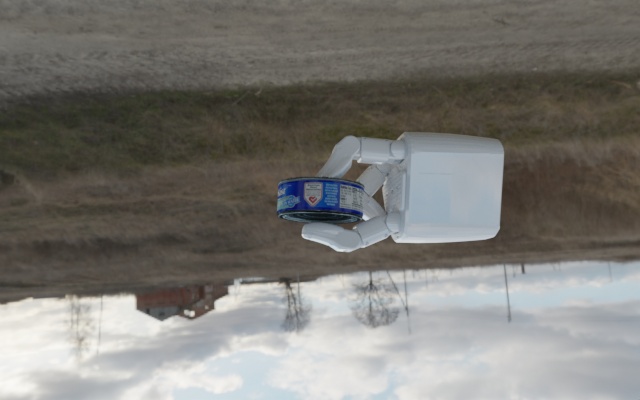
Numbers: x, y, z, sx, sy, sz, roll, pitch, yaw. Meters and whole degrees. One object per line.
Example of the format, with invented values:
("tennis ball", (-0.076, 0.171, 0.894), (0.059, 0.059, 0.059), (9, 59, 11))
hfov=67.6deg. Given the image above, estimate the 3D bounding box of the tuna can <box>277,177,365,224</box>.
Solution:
("tuna can", (0.000, 0.002, 0.469), (0.086, 0.033, 0.086), (2, -9, 0))
